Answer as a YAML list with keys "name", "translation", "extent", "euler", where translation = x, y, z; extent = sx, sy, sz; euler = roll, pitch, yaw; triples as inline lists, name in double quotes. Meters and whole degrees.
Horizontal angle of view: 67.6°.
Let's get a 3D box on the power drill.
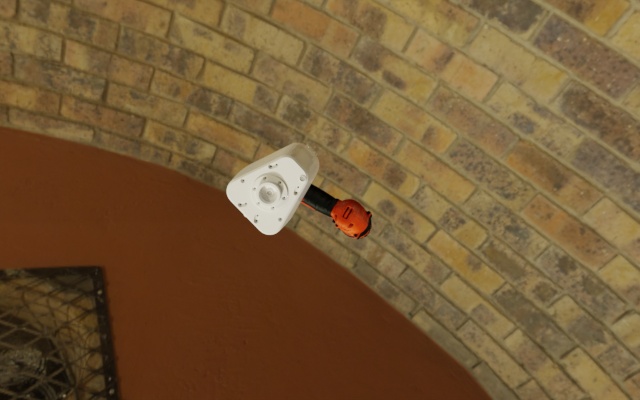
- name: "power drill"
  translation: [0.000, 0.002, 0.801]
  extent: [0.187, 0.057, 0.184]
  euler: [27, -6, 14]
